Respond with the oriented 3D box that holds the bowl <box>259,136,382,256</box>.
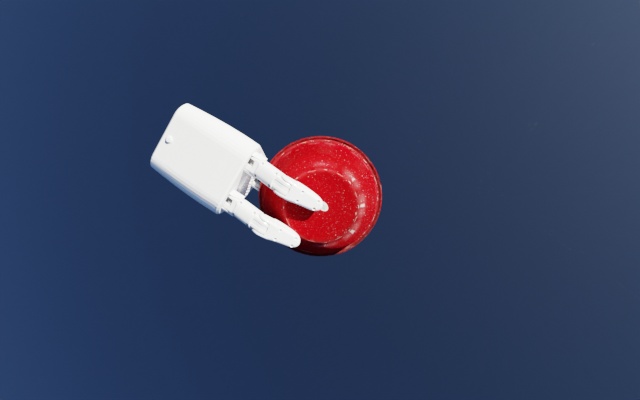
[{"bbox_3d":[0.001,0.002,0.602,0.162,0.162,0.055,0,12,-1],"label":"bowl"}]
